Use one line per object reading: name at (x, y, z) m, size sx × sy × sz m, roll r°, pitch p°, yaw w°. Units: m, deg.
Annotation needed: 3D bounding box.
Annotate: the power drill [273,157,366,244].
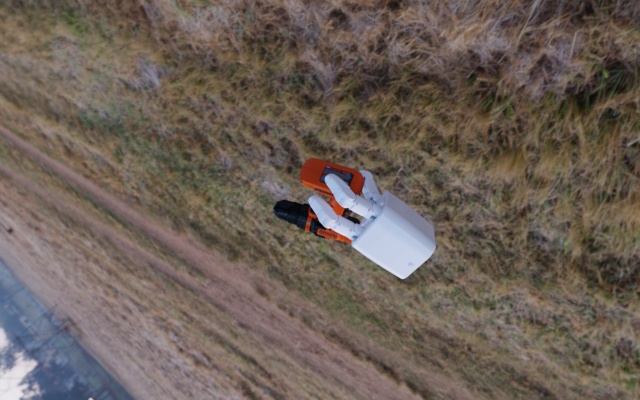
power drill at (0.000, 0.003, 0.860) m, size 0.184 × 0.057 × 0.188 m, roll 16°, pitch -30°, yaw 6°
